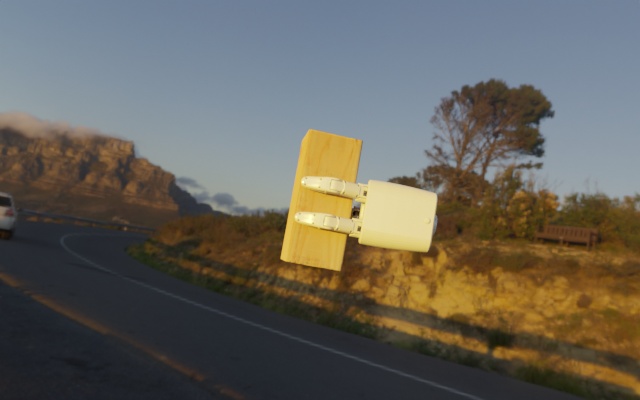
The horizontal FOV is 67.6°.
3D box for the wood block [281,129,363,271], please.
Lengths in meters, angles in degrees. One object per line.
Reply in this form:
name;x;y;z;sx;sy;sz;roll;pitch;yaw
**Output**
wood block;0.000;0.002;0.773;0.090;0.206;0.091;11;-7;-8
